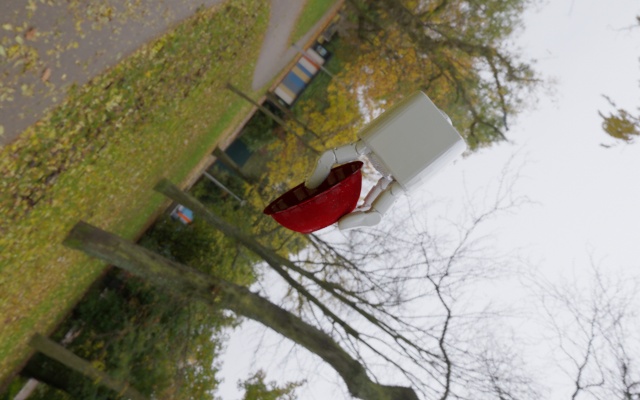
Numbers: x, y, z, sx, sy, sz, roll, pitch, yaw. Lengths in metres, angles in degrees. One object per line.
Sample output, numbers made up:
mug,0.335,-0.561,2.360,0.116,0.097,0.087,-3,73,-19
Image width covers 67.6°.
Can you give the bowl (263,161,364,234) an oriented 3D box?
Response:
bowl,-0.001,0.003,0.694,0.162,0.055,0.162,-25,11,5
